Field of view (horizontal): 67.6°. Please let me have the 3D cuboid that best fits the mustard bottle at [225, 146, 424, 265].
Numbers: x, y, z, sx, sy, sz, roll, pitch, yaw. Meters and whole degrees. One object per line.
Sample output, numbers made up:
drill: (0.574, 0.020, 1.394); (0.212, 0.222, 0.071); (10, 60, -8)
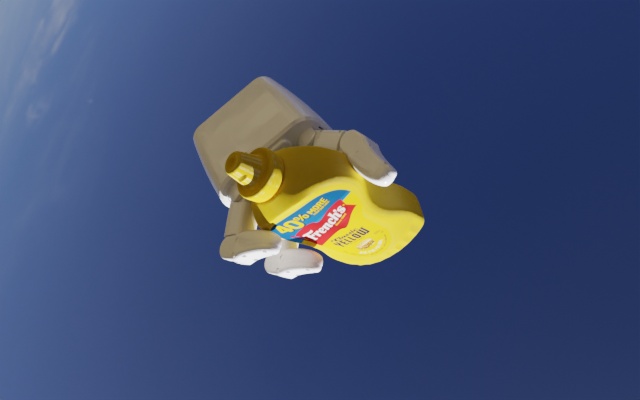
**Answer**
mustard bottle: (0.000, 0.002, 0.405); (0.096, 0.058, 0.192); (-32, -38, 30)
